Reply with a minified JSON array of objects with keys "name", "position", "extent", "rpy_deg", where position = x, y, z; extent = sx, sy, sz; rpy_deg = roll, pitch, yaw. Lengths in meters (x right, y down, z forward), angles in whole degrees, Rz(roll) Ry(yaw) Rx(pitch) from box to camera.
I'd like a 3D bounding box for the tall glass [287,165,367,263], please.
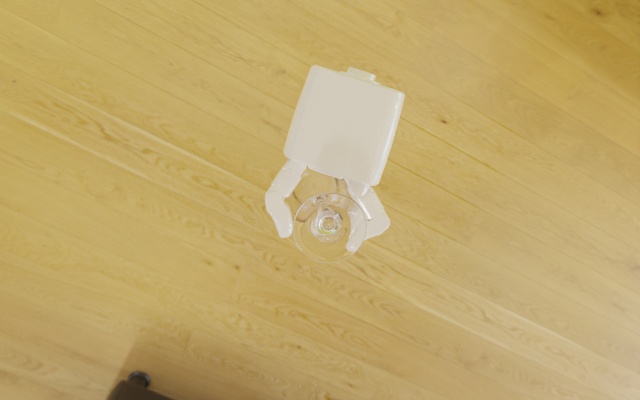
[{"name":"tall glass","position":[0.000,0.002,0.570],"extent":[0.079,0.079,0.201],"rpy_deg":[0,15,-6]}]
